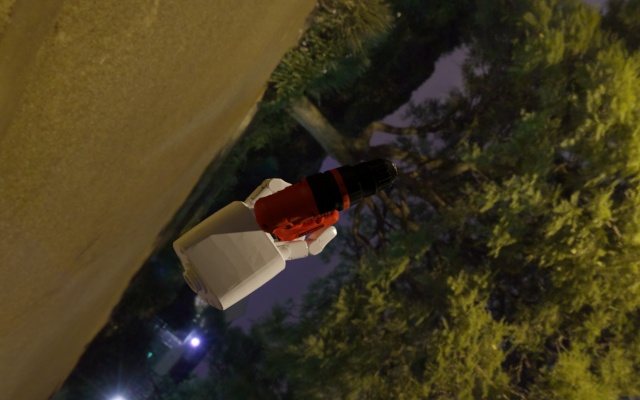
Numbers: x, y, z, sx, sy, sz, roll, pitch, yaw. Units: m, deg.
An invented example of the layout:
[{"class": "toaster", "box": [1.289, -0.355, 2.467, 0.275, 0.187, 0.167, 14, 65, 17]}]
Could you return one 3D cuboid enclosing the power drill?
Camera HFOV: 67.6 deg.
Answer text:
[{"class": "power drill", "box": [0.000, 0.002, 0.650, 0.184, 0.057, 0.188, -18, -9, -10]}]
